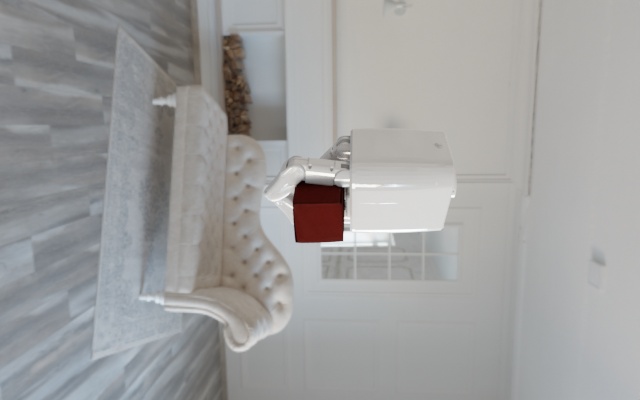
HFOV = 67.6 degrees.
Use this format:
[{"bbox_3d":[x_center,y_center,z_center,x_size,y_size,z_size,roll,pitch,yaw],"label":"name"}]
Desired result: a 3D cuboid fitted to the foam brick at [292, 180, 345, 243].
[{"bbox_3d":[0.000,0.002,0.515,0.051,0.053,0.078,0,36,4],"label":"foam brick"}]
